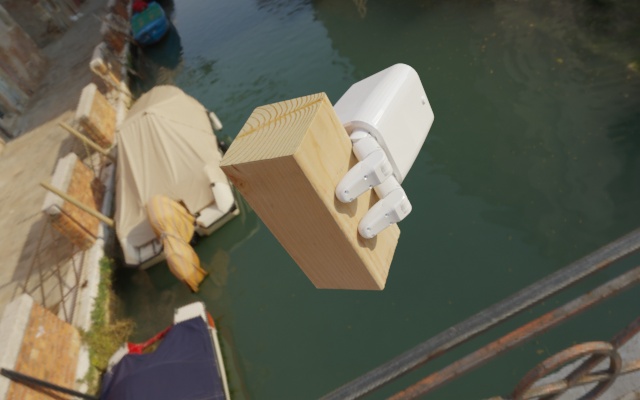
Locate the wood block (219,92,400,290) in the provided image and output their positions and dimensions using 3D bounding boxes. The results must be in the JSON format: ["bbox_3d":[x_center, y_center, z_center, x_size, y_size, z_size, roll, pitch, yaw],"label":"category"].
[{"bbox_3d":[0.000,0.001,0.508,0.091,0.090,0.206,-4,-44,33],"label":"wood block"}]
